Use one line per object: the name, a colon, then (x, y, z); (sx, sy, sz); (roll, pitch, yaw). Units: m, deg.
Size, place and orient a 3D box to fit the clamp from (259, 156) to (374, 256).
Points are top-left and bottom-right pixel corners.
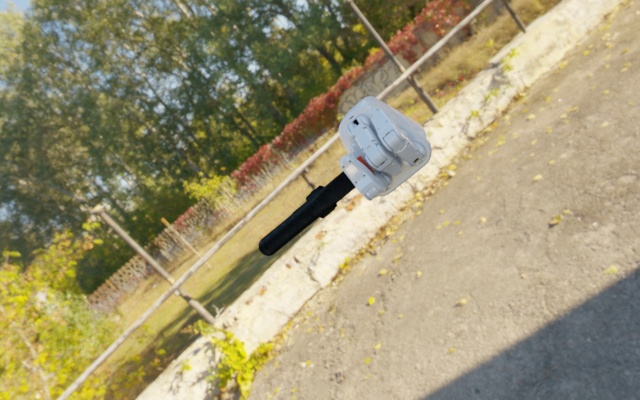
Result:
clamp: (0.000, 0.001, 0.618); (0.171, 0.039, 0.120); (-37, 8, 20)
